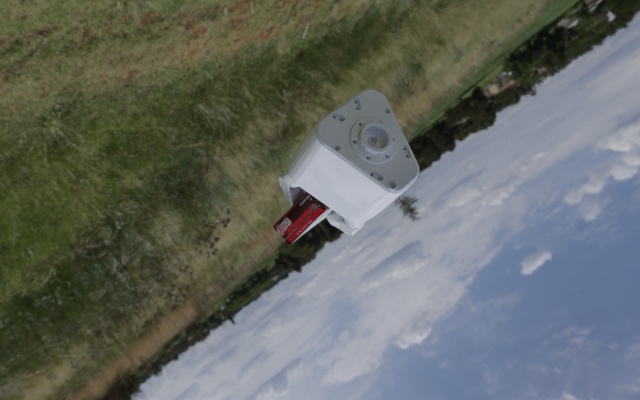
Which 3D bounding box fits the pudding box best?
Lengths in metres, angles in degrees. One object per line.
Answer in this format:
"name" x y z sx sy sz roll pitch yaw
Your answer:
"pudding box" 0.000 0.002 0.630 0.090 0.039 0.113 -43 -6 38
